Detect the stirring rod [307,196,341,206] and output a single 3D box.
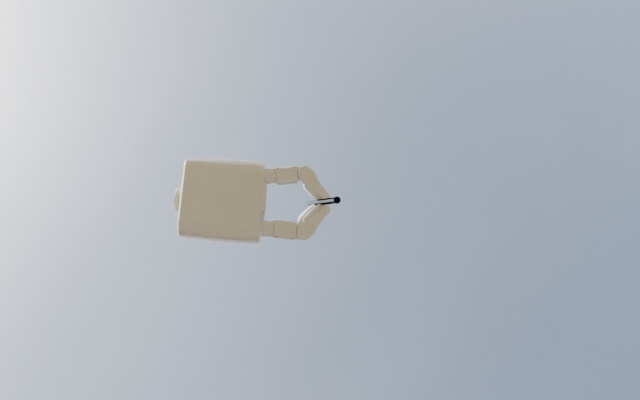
[{"bbox_3d":[0.000,0.002,0.648,0.011,0.011,0.239,0,-1,-9],"label":"stirring rod"}]
